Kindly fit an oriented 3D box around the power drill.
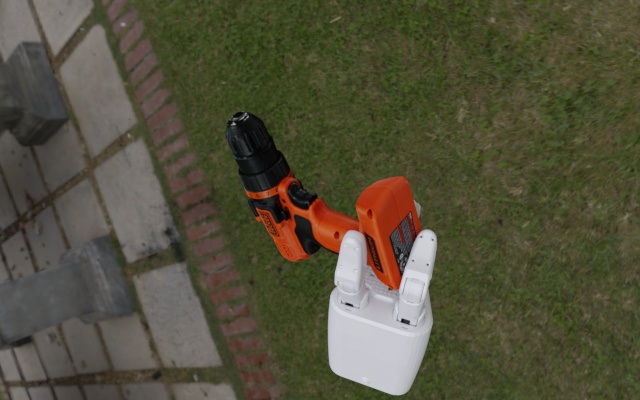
[{"bbox_3d":[0.000,0.002,0.458,0.187,0.184,0.057,16,51,42],"label":"power drill"}]
